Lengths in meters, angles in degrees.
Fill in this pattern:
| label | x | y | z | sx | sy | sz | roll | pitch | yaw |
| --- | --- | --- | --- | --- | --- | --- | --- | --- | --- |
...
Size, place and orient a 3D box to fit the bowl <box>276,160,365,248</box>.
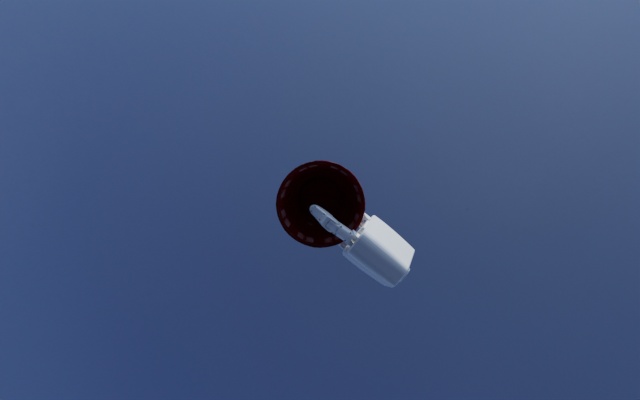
| label | x | y | z | sx | sy | sz | roll | pitch | yaw |
| --- | --- | --- | --- | --- | --- | --- | --- | --- | --- |
| bowl | -0.001 | 0.002 | 0.885 | 0.162 | 0.162 | 0.055 | 0 | 13 | 0 |
